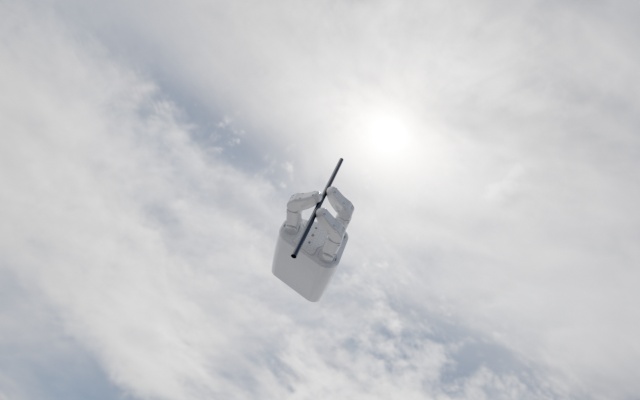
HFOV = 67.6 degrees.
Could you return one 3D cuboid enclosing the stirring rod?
[{"bbox_3d":[0.000,0.002,0.726,0.011,0.011,0.239,0,37,22],"label":"stirring rod"}]
